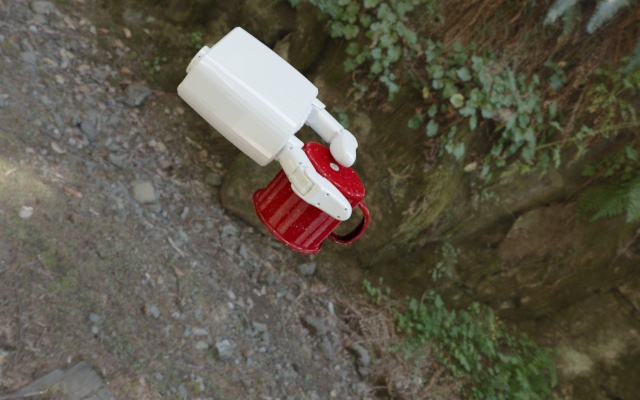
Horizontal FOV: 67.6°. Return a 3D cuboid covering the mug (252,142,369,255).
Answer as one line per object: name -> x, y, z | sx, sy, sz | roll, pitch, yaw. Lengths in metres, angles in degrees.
mug -> 0.001, 0.002, 0.496 | 0.117, 0.081, 0.093 | 37, 22, -15
